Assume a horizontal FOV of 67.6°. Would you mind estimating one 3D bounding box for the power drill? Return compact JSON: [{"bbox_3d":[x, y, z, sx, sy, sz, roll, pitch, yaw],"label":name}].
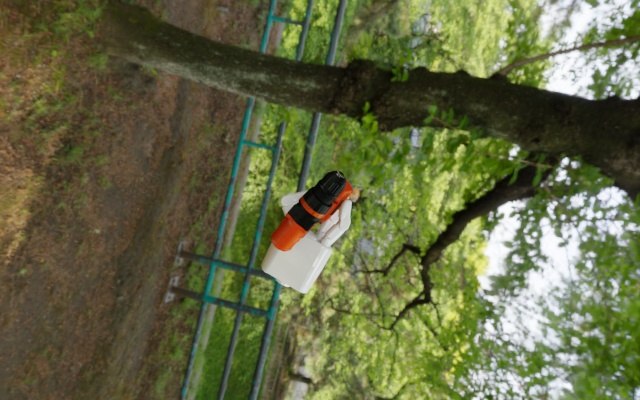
[{"bbox_3d":[0.000,0.003,0.895,0.184,0.057,0.187,-46,-6,22],"label":"power drill"}]
